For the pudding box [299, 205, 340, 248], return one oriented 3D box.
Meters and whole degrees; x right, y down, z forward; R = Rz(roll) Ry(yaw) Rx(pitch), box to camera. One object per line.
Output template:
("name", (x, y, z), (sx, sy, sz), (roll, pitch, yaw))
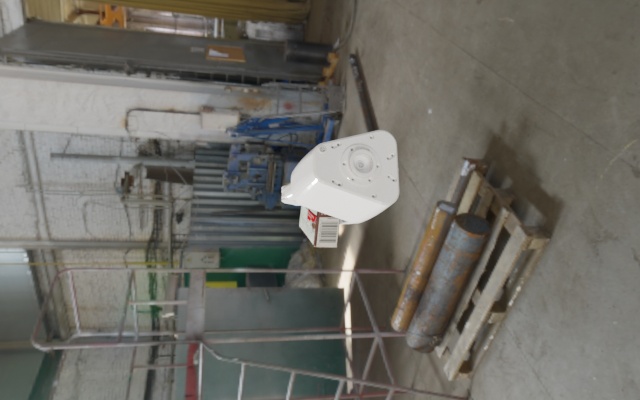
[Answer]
("pudding box", (0.000, 0.002, 0.702), (0.039, 0.113, 0.090), (3, 15, -17))
